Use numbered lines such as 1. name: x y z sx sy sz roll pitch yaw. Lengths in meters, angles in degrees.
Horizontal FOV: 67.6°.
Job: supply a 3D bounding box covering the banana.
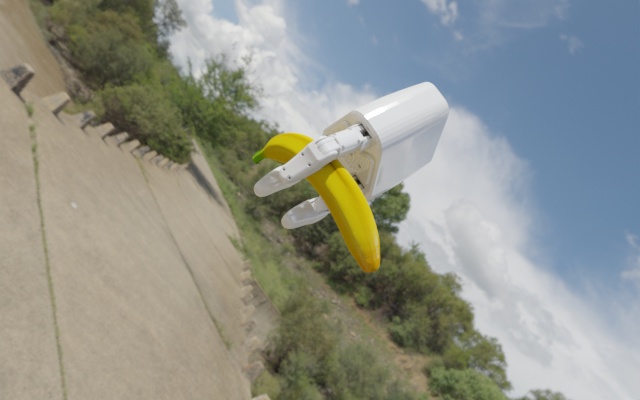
1. banana: 0.003 -0.014 0.494 0.037 0.070 0.197 -20 53 -39
